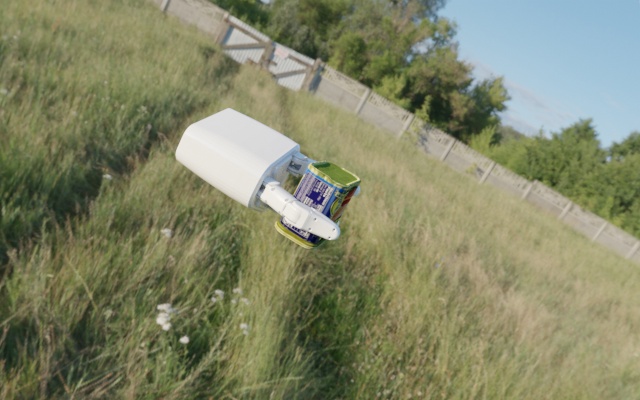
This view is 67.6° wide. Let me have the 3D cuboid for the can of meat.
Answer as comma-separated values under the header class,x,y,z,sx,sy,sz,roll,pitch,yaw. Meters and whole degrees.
class,x,y,z,sx,sy,sz,roll,pitch,yaw
can of meat,0.000,0.002,0.569,0.057,0.084,0.102,31,15,10
